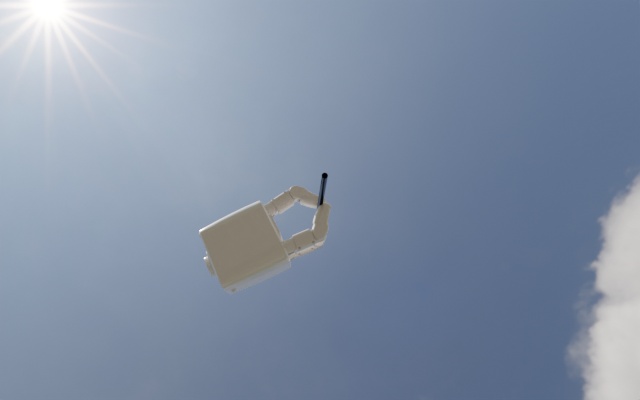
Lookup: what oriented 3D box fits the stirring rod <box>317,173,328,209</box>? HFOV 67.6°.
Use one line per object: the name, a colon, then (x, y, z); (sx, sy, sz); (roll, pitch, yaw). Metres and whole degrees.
stirring rod: (0.000, 0.002, 0.716); (0.011, 0.011, 0.239); (0, -16, -3)
